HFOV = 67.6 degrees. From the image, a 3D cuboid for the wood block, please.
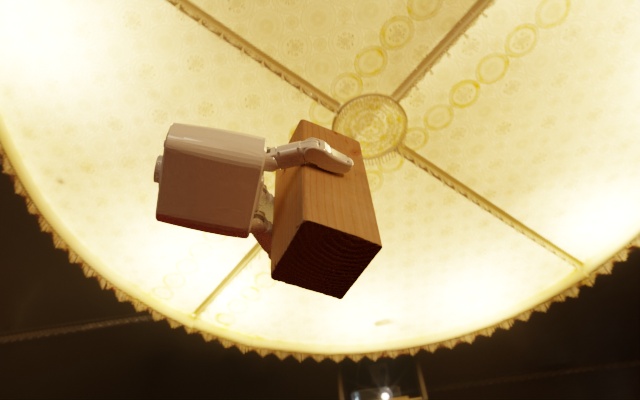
[{"bbox_3d":[0.000,0.001,0.568,0.090,0.091,0.206,20,34,-18],"label":"wood block"}]
